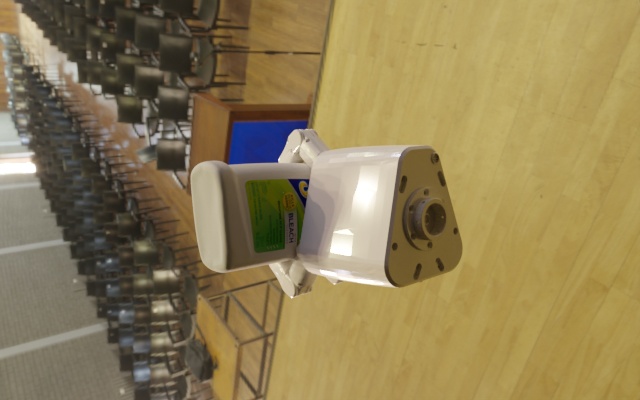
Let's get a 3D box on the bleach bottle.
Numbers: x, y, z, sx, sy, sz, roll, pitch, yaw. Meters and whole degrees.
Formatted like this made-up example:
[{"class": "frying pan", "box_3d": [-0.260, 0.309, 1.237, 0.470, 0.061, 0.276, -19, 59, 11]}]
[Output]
[{"class": "bleach bottle", "box_3d": [0.000, 0.002, 0.492, 0.251, 0.102, 0.068, -9, 7, -37]}]
